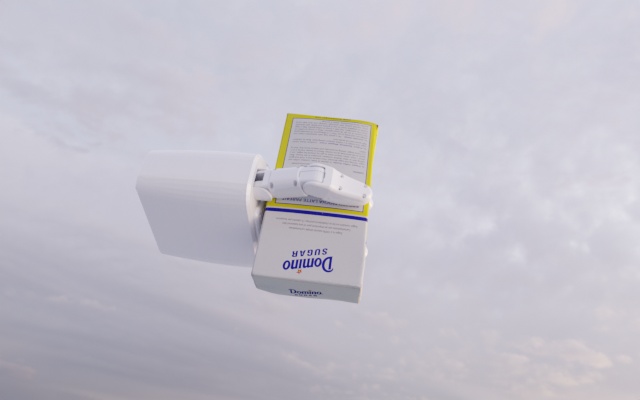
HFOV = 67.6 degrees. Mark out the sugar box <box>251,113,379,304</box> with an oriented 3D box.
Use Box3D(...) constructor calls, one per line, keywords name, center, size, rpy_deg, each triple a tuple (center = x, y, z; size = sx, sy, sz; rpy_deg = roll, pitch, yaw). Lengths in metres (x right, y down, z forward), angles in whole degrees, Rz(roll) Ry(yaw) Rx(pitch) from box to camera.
Box3D(name="sugar box", center=(0.000, 0.002, 0.442), size=(0.093, 0.176, 0.048), rpy_deg=(7, -29, 5))
